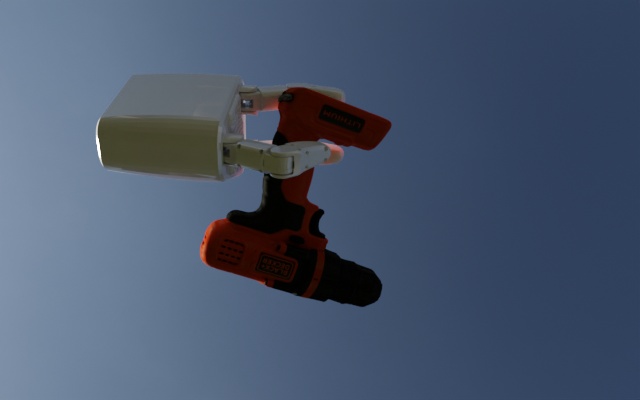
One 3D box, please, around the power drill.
[{"bbox_3d":[0.000,0.001,0.455,0.184,0.187,0.057,19,3,-18],"label":"power drill"}]
